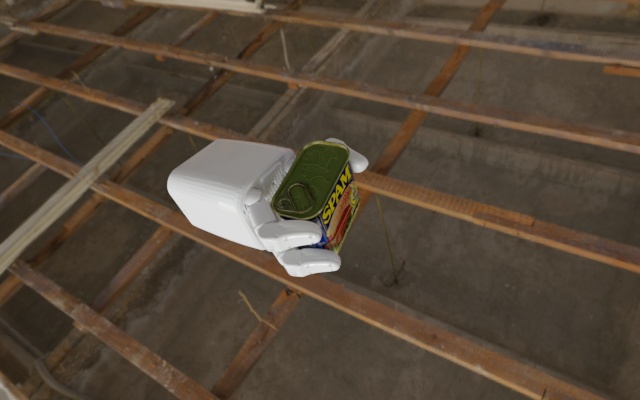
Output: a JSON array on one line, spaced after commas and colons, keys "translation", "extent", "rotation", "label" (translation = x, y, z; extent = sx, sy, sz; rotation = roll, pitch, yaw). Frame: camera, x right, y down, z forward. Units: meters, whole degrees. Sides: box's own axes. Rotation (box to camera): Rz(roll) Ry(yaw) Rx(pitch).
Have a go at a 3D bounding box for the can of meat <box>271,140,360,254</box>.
[{"translation": [0.000, 0.002, 0.514], "extent": [0.057, 0.102, 0.084], "rotation": [12, -34, 25], "label": "can of meat"}]
